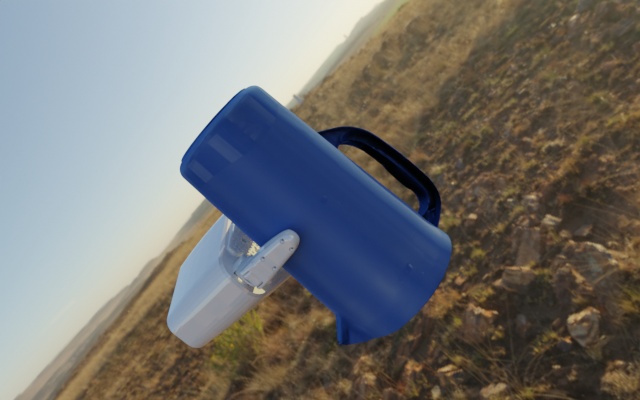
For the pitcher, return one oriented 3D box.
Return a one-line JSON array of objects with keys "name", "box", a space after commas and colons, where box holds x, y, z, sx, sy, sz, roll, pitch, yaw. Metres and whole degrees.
[{"name": "pitcher", "box": [0.000, 0.002, 0.456, 0.145, 0.243, 0.149, -44, 11, 26]}]
